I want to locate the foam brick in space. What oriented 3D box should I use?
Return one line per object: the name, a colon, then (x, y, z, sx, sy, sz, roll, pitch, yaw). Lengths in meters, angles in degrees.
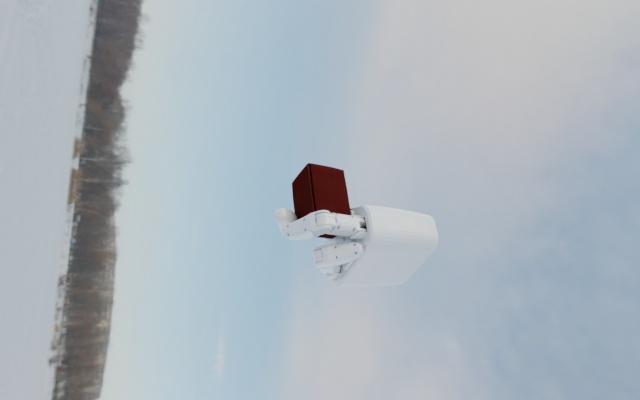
foam brick: (0.000, 0.002, 0.597, 0.051, 0.078, 0.053, 6, -28, -27)
